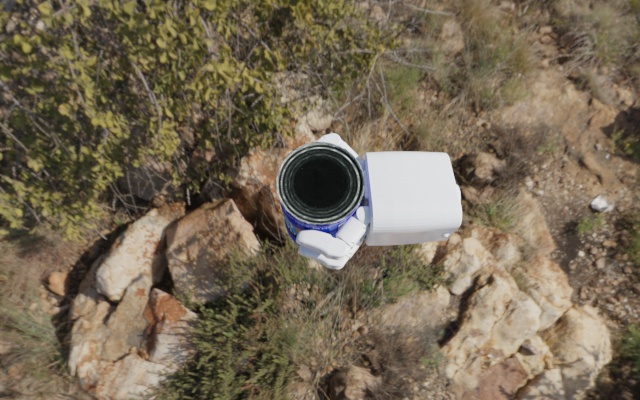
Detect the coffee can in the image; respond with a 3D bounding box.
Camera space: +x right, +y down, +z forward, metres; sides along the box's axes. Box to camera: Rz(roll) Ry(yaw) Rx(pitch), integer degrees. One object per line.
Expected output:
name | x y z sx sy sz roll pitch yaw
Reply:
coffee can | 0.000 0.002 0.609 0.103 0.102 0.140 0 -19 0
